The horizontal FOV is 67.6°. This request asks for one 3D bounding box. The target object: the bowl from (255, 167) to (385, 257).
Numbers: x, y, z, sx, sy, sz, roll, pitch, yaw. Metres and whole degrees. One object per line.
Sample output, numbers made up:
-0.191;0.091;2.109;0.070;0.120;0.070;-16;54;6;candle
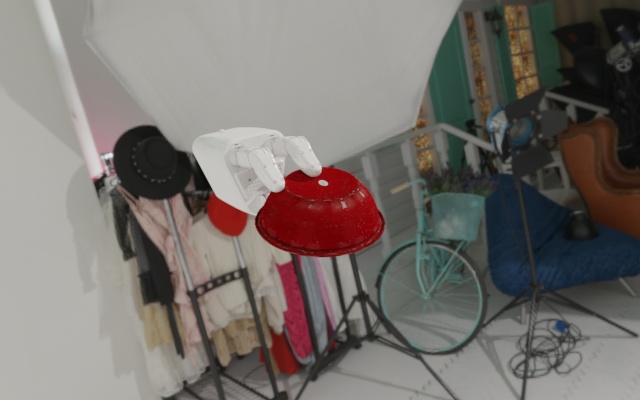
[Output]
0.001;0.002;0.583;0.162;0.055;0.162;1;29;-1;bowl
